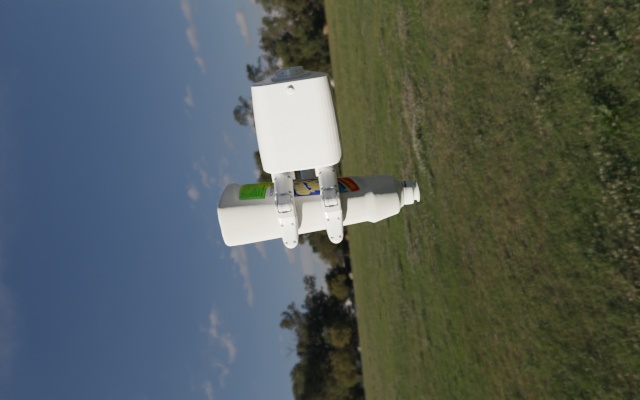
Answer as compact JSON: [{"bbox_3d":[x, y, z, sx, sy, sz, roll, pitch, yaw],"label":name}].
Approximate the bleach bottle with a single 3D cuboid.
[{"bbox_3d":[0.000,0.002,0.625,0.251,0.068,0.102,-8,20,2],"label":"bleach bottle"}]
